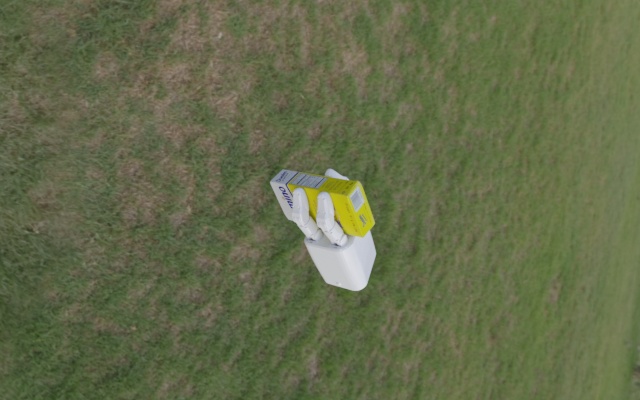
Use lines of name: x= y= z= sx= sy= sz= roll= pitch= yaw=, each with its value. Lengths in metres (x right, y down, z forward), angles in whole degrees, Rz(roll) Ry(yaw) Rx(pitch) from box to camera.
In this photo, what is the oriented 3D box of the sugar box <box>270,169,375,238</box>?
sugar box: x=0.000 y=0.003 z=0.817 sx=0.176 sy=0.093 sz=0.048 roll=8 pitch=44 yaw=39
